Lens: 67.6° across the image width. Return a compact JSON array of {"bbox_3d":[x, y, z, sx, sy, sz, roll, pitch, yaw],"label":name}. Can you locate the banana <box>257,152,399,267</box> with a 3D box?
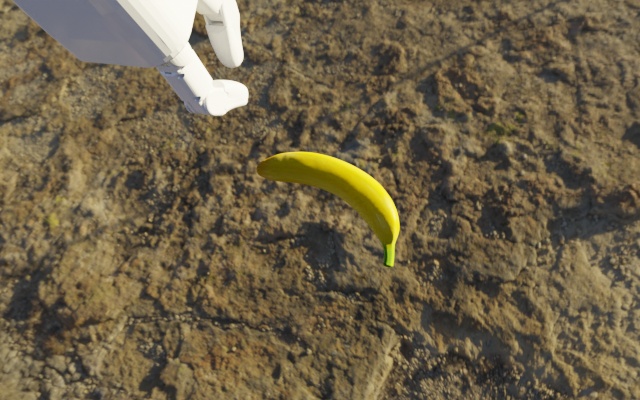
[{"bbox_3d":[0.014,-0.012,0.519,0.197,0.069,0.037,35,-2,25],"label":"banana"}]
